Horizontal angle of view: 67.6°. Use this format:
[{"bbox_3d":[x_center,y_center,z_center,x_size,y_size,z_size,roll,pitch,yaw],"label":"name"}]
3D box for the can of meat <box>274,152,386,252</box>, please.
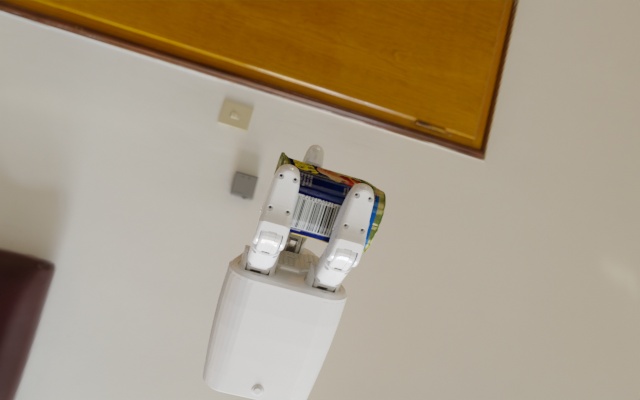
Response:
[{"bbox_3d":[0.000,0.001,0.401,0.084,0.057,0.102,16,8,-9],"label":"can of meat"}]
